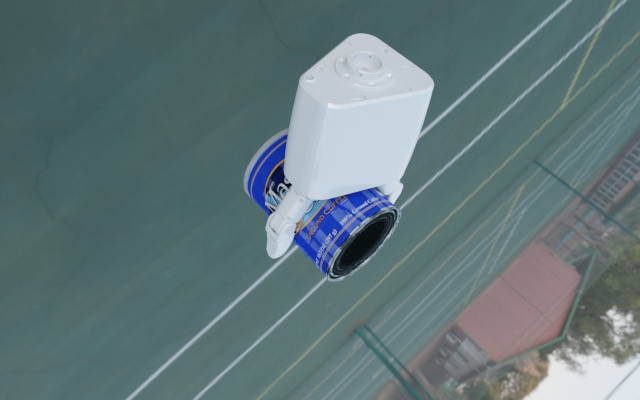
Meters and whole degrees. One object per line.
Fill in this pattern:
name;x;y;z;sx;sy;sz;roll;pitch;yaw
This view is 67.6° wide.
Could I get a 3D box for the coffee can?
coffee can;0.000;0.002;0.512;0.140;0.103;0.103;44;22;24
